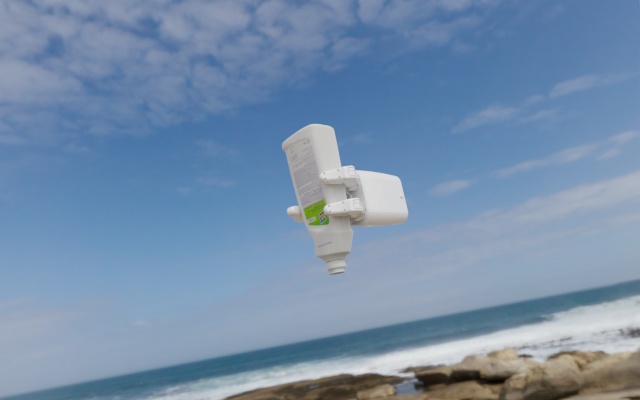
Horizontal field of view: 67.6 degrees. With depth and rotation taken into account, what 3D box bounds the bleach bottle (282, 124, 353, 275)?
[{"bbox_3d":[0.000,0.003,0.817,0.068,0.250,0.102,2,-20,-40],"label":"bleach bottle"}]
